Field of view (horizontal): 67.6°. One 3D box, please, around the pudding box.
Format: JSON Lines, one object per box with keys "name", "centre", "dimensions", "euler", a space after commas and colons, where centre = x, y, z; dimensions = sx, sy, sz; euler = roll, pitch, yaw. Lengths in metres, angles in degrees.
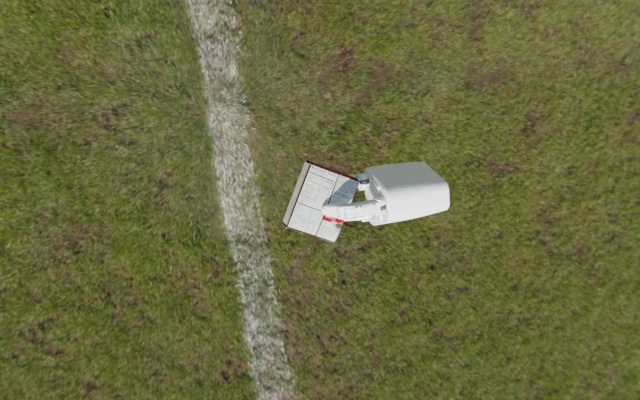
{"name": "pudding box", "centre": [0.000, 0.003, 0.764], "dimensions": [0.090, 0.113, 0.039], "euler": [20, 5, -17]}
